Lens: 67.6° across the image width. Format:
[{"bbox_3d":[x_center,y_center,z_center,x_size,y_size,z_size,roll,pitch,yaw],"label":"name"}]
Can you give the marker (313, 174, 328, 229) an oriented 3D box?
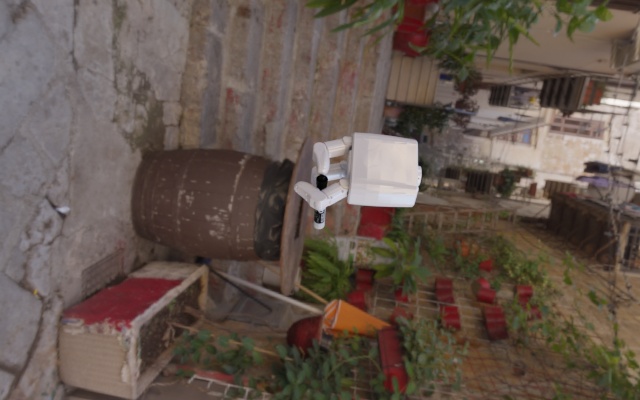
[{"bbox_3d":[0.000,0.003,0.770,0.020,0.020,0.121,0,-41,-3],"label":"marker"}]
